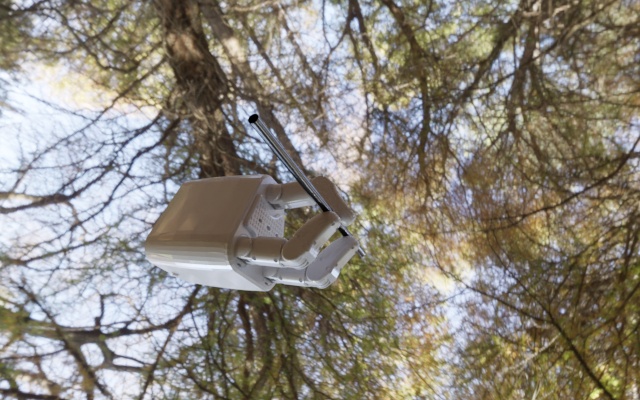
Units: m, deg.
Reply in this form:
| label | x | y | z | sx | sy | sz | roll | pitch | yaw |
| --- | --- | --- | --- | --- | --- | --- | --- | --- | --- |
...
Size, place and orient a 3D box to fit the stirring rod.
| label | x | y | z | sx | sy | sz | roll | pitch | yaw |
| --- | --- | --- | --- | --- | --- | --- | --- | --- | --- |
| stirring rod | 0.000 | 0.001 | 0.411 | 0.011 | 0.011 | 0.240 | 0 | -27 | 24 |
